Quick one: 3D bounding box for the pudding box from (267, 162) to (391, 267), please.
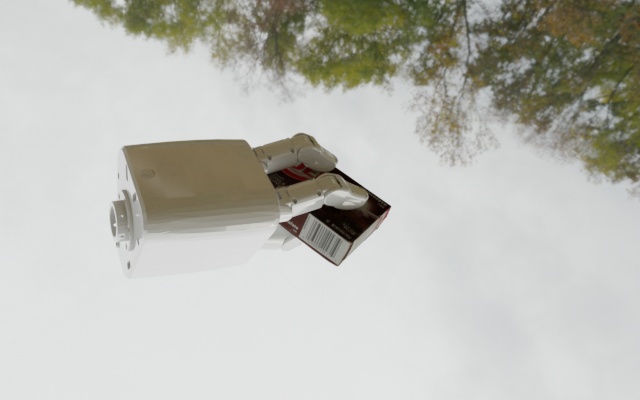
[{"bbox_3d":[0.000,0.002,0.464,0.113,0.039,0.090,38,37,13],"label":"pudding box"}]
